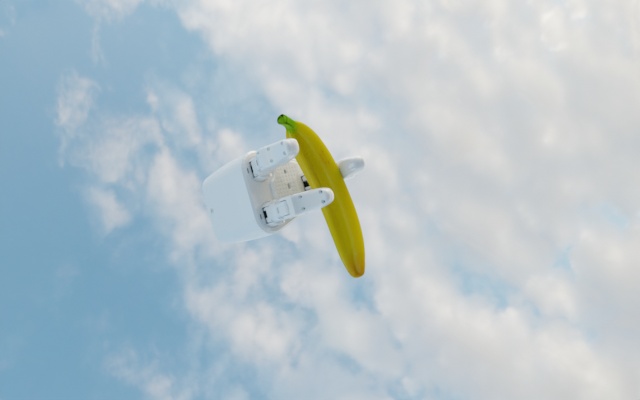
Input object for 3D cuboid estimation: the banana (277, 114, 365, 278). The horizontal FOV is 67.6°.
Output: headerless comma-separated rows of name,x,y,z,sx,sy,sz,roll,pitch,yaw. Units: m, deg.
banana,0.005,-0.009,0.534,0.037,0.198,0.069,-20,15,29
